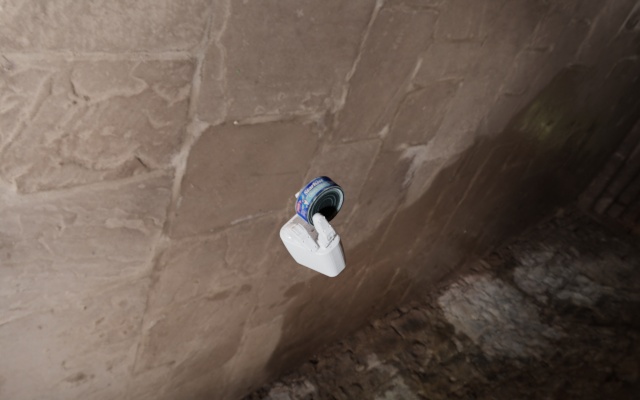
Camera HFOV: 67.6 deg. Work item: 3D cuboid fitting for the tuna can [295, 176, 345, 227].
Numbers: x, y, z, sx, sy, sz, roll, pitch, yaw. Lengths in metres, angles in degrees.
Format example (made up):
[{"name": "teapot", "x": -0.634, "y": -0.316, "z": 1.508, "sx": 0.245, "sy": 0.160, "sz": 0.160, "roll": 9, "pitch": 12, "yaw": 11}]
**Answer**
[{"name": "tuna can", "x": 0.000, "y": 0.003, "z": 0.822, "sx": 0.086, "sy": 0.086, "sz": 0.033, "roll": 0, "pitch": 31, "yaw": -48}]
